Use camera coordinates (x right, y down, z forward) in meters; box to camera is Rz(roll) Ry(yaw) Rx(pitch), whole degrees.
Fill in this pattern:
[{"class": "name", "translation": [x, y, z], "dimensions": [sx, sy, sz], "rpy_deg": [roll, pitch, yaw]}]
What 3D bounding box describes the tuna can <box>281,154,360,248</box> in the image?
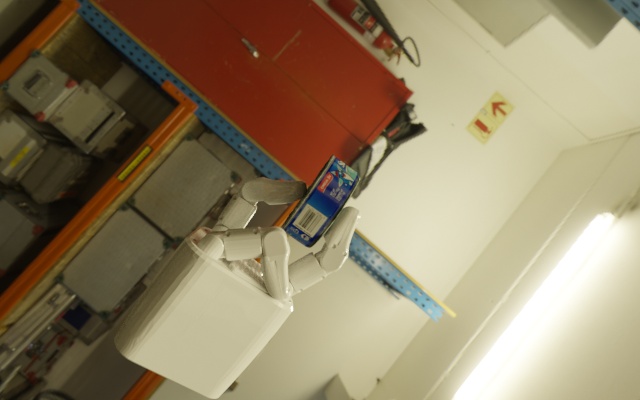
[{"class": "tuna can", "translation": [0.001, 0.002, 0.446], "dimensions": [0.034, 0.086, 0.086], "rpy_deg": [35, -2, -3]}]
